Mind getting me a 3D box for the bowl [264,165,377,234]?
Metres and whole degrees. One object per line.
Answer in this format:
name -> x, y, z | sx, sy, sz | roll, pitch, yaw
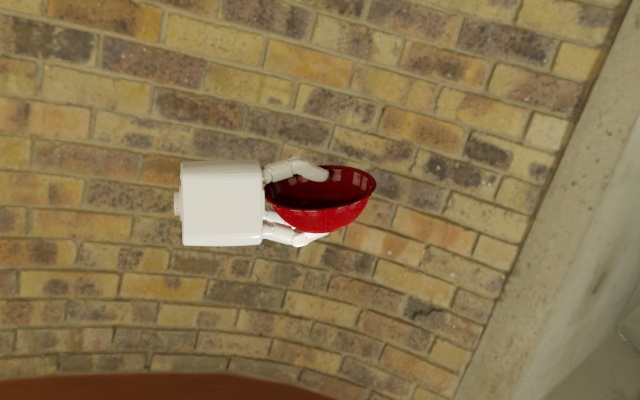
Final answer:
bowl -> 0.001, 0.003, 0.687 | 0.162, 0.055, 0.162 | -4, 25, 2
